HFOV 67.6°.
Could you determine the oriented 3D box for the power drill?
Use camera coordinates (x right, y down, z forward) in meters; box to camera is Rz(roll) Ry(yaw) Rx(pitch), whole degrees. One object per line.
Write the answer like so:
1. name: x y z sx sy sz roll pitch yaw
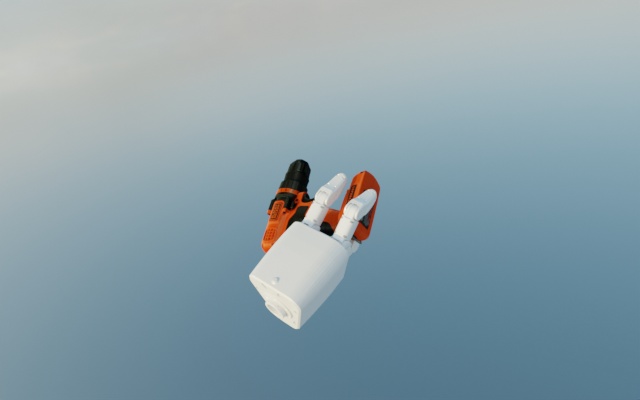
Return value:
1. power drill: 0.000 0.003 0.770 0.187 0.184 0.057 -7 -34 37
